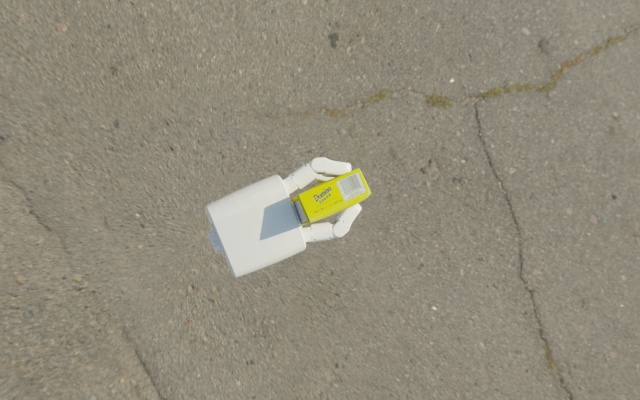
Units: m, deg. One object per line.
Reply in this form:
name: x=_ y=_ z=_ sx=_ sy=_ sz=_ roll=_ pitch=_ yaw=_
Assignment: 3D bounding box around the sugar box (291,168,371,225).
sugar box: x=0.000 y=0.002 z=0.694 sx=0.093 sy=0.048 sz=0.176 roll=-23 pitch=1 yaw=-15
